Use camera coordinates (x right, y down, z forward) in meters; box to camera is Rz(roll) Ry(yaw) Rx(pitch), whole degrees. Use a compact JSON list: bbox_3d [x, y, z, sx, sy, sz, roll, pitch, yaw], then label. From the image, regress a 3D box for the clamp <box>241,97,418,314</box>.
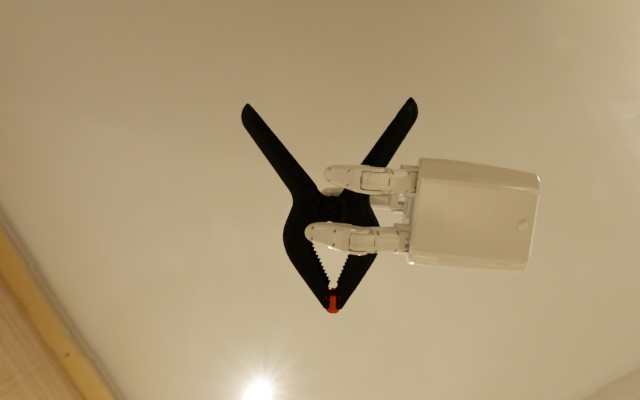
[{"bbox_3d":[0.000,0.002,0.459,0.164,0.210,0.036,6,8,5],"label":"clamp"}]
